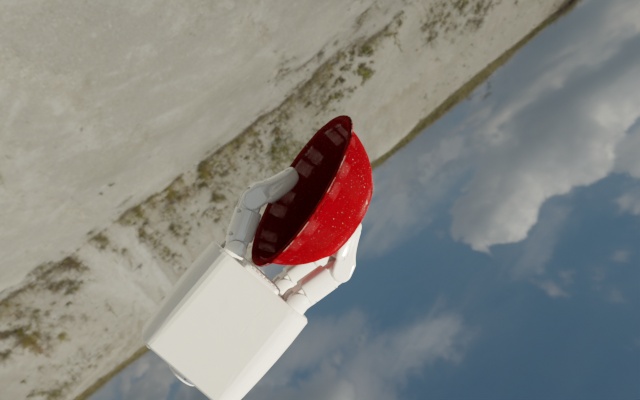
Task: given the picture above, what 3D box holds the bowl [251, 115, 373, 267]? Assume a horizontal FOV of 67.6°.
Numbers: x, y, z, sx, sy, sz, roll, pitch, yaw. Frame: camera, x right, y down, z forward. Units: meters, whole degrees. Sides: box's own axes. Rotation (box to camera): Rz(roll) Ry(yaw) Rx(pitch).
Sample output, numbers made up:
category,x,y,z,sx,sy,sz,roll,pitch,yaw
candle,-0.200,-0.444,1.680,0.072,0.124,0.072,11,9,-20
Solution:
category,x,y,z,sx,sy,sz,roll,pitch,yaw
bowl,0.001,0.001,0.451,0.055,0.162,0.162,31,-10,-18
